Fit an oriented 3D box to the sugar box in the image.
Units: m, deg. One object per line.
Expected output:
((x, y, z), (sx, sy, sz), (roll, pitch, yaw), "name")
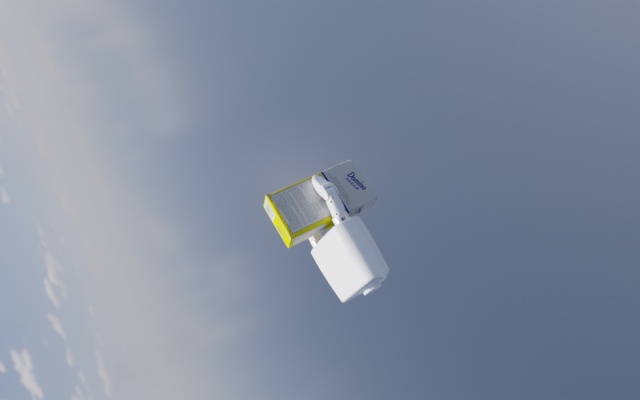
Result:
((0.000, 0.003, 0.832), (0.176, 0.093, 0.048), (-23, -22, -24), "sugar box")
